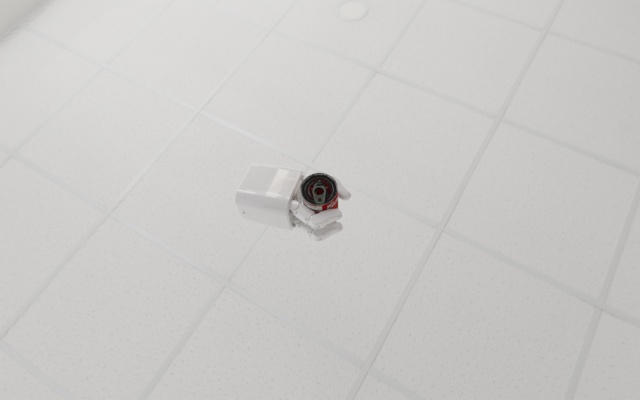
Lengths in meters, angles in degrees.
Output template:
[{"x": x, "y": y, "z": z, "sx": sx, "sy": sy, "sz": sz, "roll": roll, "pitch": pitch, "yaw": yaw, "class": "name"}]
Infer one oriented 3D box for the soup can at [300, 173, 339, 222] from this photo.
[{"x": 0.001, "y": 0.003, "z": 0.900, "sx": 0.068, "sy": 0.068, "sz": 0.102, "roll": 0, "pitch": -29, "yaw": 4, "class": "soup can"}]
